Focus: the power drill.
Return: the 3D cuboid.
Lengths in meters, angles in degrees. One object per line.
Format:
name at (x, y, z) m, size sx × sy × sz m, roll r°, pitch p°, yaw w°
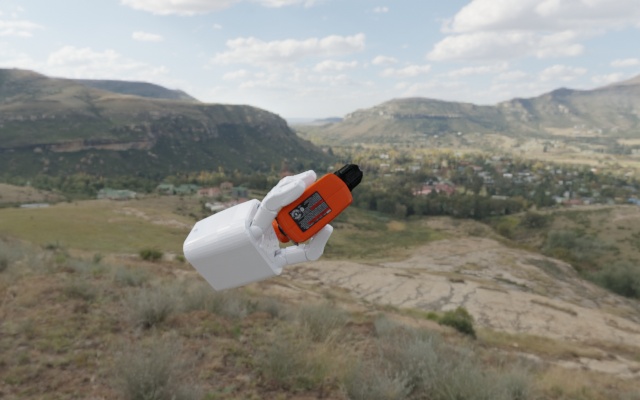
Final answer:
power drill at (0.000, 0.003, 0.734) m, size 0.184 × 0.057 × 0.187 m, roll -40°, pitch 0°, yaw -3°
